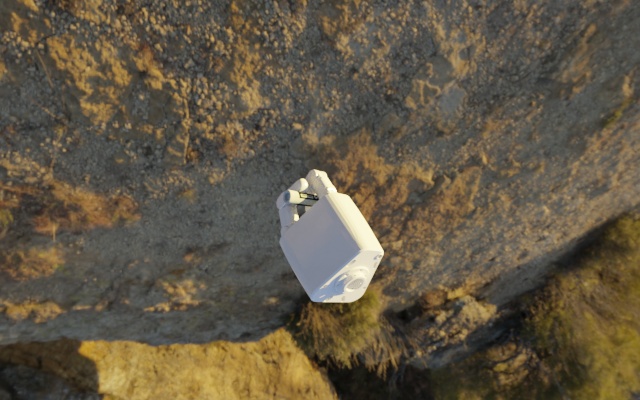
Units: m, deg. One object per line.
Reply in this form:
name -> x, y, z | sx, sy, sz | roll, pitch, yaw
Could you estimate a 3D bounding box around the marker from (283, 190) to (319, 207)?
marker -> 0.000, 0.002, 0.689 | 0.121, 0.020, 0.020 | 9, -6, -39
